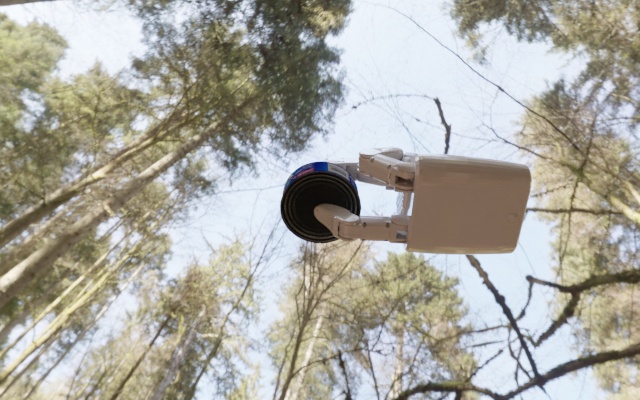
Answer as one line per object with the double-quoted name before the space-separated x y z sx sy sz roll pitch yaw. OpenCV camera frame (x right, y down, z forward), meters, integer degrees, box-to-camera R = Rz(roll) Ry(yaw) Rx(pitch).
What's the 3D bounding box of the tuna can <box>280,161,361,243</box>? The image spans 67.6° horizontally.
"tuna can" 0.000 0.001 0.517 0.086 0.086 0.033 0 27 0
